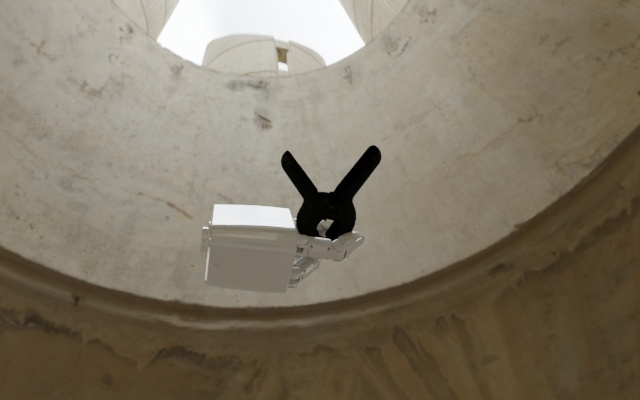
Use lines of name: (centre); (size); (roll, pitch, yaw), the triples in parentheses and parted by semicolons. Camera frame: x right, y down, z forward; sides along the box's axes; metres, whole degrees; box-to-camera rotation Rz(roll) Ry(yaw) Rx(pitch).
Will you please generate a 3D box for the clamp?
clamp: (0.000, 0.002, 0.602); (0.120, 0.172, 0.039); (6, 34, -12)
